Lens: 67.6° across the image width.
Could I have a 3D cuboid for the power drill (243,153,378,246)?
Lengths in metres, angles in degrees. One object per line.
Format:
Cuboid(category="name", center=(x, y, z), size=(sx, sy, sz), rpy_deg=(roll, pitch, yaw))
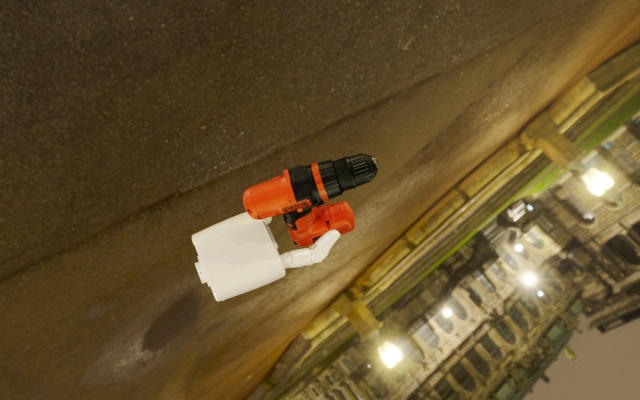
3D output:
Cuboid(category="power drill", center=(0.000, 0.003, 0.696), size=(0.184, 0.057, 0.188), rpy_deg=(-16, -24, 6))
